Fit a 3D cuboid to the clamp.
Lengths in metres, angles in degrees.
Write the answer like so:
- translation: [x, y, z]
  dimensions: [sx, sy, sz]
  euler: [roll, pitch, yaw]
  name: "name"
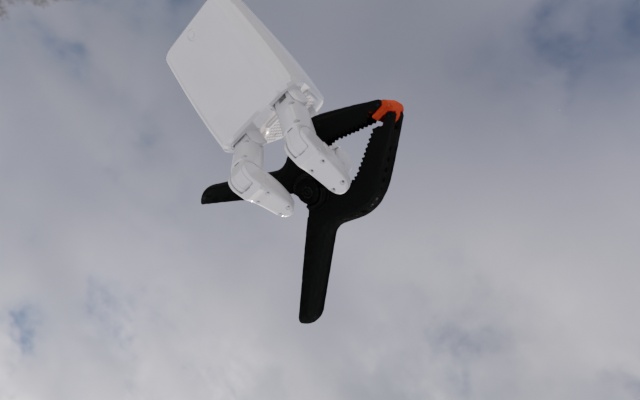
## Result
- translation: [0.001, 0.001, 0.417]
  dimensions: [0.210, 0.164, 0.036]
  euler: [-40, -8, 27]
  name: "clamp"
